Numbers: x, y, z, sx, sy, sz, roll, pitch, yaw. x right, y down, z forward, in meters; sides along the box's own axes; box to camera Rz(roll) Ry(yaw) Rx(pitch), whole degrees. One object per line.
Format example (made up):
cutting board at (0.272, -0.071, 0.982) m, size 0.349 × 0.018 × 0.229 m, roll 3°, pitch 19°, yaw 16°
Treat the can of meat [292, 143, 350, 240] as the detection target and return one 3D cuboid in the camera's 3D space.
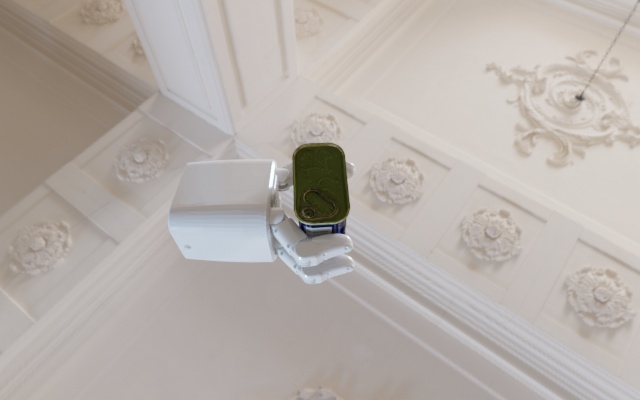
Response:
can of meat at (0.000, 0.002, 0.530) m, size 0.057 × 0.102 × 0.084 m, roll -3°, pitch -32°, yaw -2°
